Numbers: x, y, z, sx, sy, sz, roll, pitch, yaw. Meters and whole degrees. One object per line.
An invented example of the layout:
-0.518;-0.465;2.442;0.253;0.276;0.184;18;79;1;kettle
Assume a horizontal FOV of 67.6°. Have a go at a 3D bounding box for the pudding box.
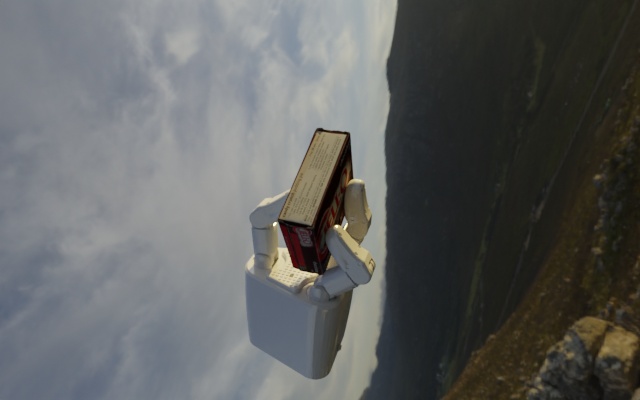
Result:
0.000;0.002;0.459;0.039;0.113;0.090;11;-32;13;pudding box
